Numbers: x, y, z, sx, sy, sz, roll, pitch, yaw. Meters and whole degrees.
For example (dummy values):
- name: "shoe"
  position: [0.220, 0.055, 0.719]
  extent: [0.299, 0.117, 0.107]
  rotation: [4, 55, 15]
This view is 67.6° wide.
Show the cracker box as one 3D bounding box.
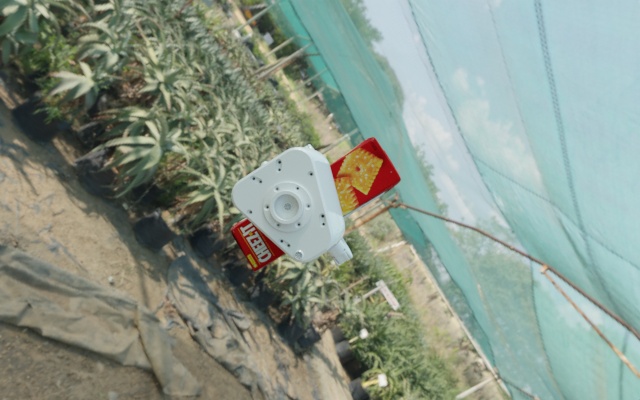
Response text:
- name: "cracker box"
  position: [0.000, 0.002, 0.654]
  extent: [0.214, 0.072, 0.164]
  rotation: [-32, -2, 7]
